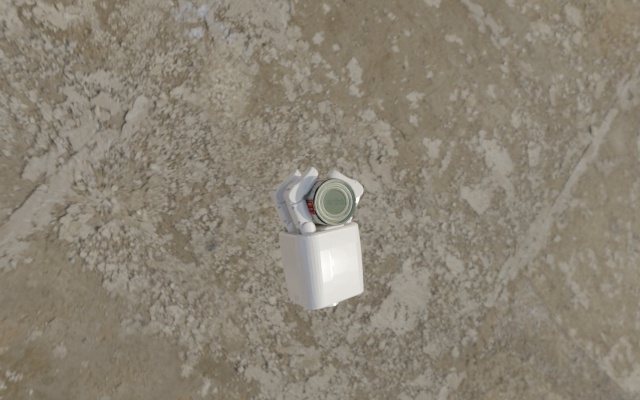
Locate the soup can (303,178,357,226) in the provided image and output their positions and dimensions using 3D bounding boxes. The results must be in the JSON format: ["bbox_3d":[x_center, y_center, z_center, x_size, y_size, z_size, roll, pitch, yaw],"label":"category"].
[{"bbox_3d":[0.000,0.002,0.697,0.068,0.068,0.102,0,0,-24],"label":"soup can"}]
